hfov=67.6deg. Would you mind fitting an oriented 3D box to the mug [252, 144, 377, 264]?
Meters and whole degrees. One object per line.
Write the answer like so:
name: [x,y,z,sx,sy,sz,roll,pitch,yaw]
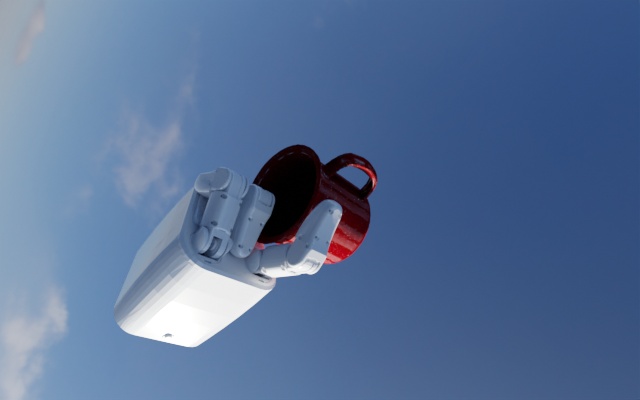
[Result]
mug: [0.001,0.001,0.431,0.117,0.093,0.081,-40,-46,22]
